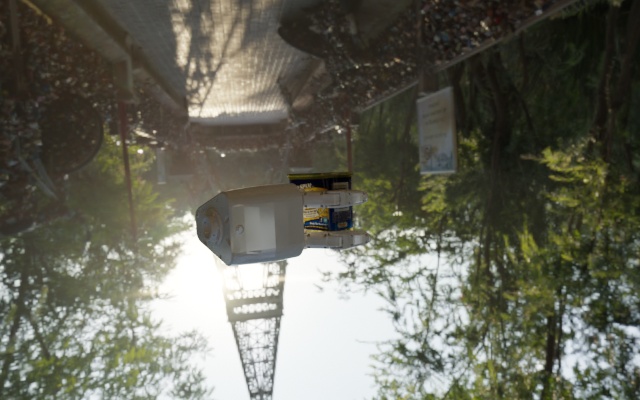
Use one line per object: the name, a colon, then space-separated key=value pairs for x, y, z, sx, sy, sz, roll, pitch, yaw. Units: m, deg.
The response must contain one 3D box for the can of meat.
can of meat: x=0.000 y=0.003 z=0.683 sx=0.057 sy=0.084 sz=0.102 roll=-6 pitch=5 yaw=-43
